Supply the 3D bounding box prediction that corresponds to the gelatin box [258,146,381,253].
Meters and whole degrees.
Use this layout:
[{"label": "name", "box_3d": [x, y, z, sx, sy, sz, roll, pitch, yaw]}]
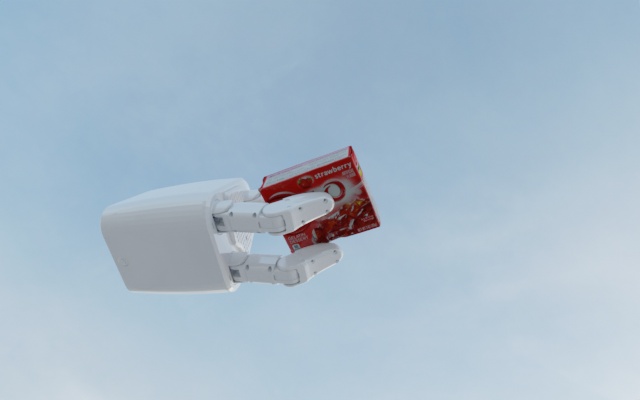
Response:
[{"label": "gelatin box", "box_3d": [0.000, 0.001, 0.427, 0.089, 0.073, 0.030, -19, 25, 13]}]
